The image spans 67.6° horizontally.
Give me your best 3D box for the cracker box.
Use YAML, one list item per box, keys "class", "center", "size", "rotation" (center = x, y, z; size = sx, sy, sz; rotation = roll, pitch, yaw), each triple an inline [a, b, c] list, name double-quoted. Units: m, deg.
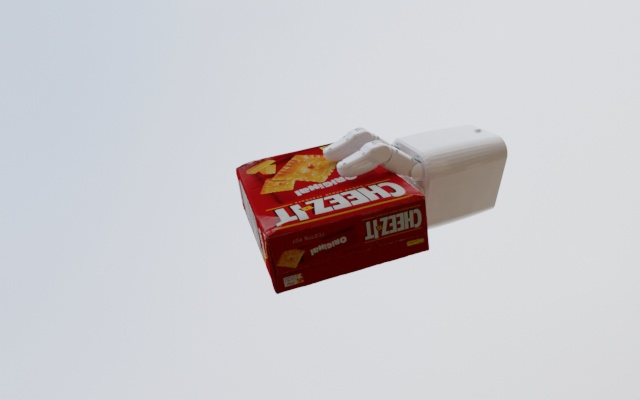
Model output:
- class: "cracker box"
  center: [0.000, 0.002, 0.547]
  size: [0.164, 0.072, 0.213]
  rotation: [-15, 25, -12]
